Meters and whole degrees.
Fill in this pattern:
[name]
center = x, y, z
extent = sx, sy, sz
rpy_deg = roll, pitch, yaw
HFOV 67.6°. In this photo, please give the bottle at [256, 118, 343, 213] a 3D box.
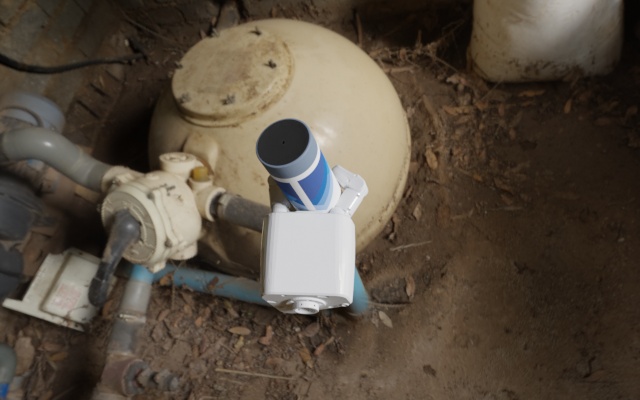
[bottle]
center = 0.000, 0.002, 0.654
extent = 0.069, 0.069, 0.296
rpy_deg = 0, -27, 19
